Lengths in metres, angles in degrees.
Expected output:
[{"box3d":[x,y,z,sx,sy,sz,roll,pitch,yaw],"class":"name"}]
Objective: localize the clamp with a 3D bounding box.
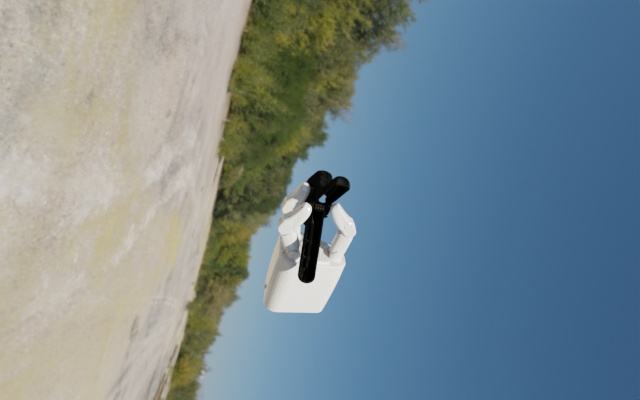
[{"box3d":[0.001,0.003,0.727,0.036,0.165,0.209,17,27,-12],"class":"clamp"}]
